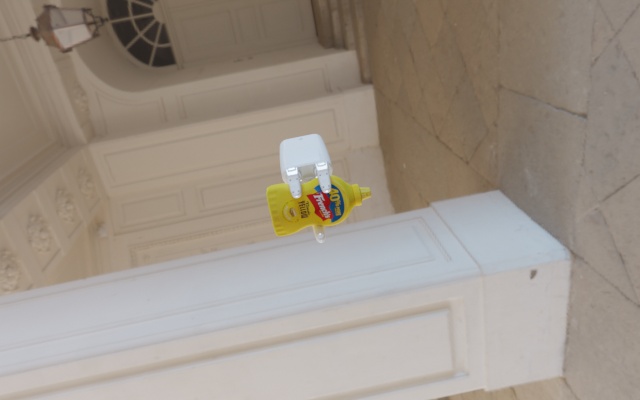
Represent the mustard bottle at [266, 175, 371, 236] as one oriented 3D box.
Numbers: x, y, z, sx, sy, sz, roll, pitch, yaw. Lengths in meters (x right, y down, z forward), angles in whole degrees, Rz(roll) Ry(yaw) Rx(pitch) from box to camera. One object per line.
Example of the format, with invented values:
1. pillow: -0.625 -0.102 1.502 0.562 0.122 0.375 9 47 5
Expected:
1. mustard bottle: 0.000 0.003 0.899 0.191 0.096 0.058 -11 17 -1
